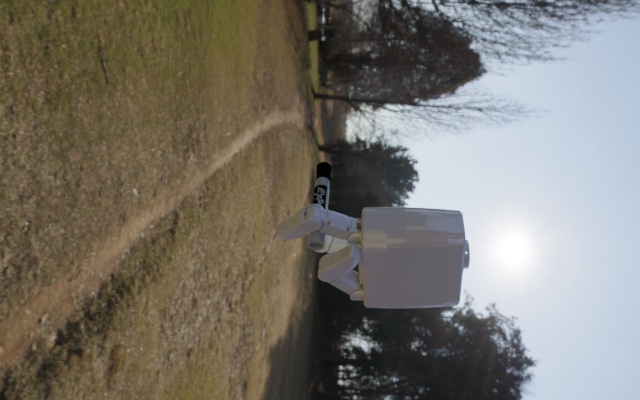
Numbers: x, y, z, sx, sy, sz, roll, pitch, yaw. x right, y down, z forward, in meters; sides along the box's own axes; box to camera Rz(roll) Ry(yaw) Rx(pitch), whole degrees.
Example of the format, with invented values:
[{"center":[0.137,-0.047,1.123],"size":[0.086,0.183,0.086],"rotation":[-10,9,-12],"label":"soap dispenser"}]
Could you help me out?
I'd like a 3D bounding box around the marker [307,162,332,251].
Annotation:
[{"center":[0.000,0.002,0.540],"size":[0.020,0.121,0.020],"rotation":[4,-40,3],"label":"marker"}]
